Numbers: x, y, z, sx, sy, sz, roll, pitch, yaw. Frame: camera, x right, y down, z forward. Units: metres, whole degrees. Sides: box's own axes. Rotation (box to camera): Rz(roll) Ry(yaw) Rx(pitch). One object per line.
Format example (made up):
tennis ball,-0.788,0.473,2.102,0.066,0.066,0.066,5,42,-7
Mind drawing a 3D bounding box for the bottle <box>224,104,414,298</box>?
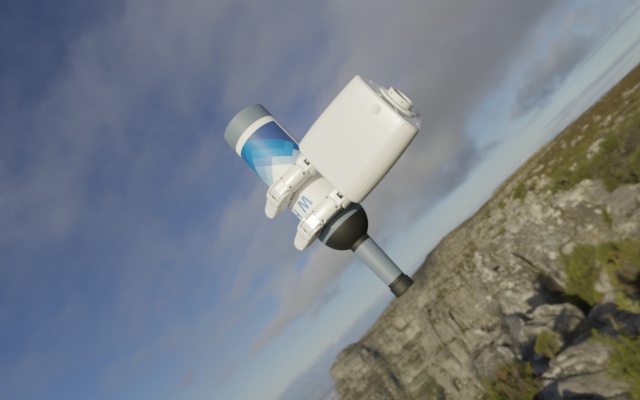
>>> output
bottle,0.000,0.002,0.591,0.295,0.069,0.069,46,13,13
